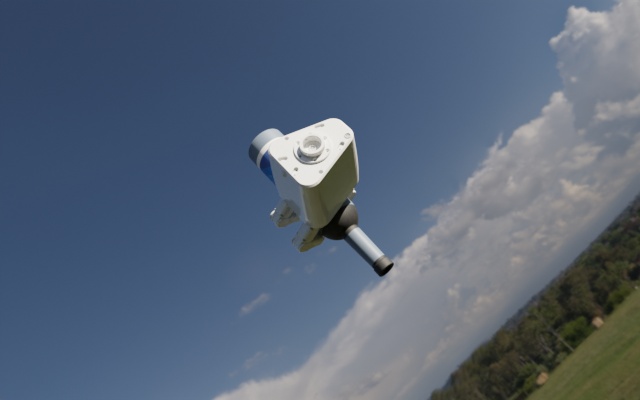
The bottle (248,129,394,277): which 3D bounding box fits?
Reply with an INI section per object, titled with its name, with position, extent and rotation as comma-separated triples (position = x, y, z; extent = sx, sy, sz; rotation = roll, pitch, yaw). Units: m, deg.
[bottle]
position = 0.000, 0.002, 0.726
extent = 0.295, 0.069, 0.069
rotation = 46, 24, 26
